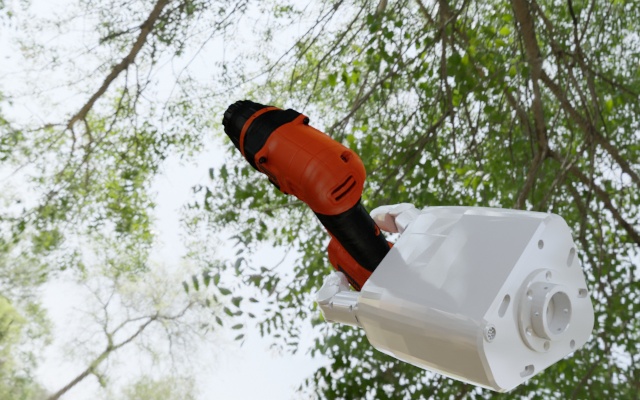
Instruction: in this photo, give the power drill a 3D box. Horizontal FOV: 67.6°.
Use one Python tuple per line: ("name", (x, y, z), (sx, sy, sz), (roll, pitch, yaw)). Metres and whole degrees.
("power drill", (0.000, 0.002, 0.408), (0.188, 0.057, 0.184), (51, -7, -38))
